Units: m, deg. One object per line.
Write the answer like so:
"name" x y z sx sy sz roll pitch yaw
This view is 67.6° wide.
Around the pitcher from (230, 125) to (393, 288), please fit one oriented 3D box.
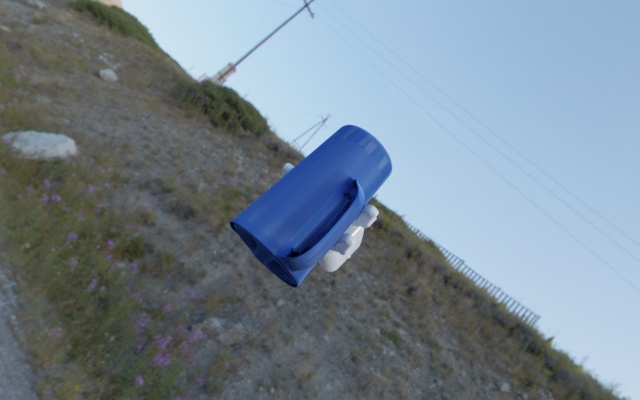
"pitcher" 0.000 0.002 0.704 0.149 0.242 0.145 39 -18 18
